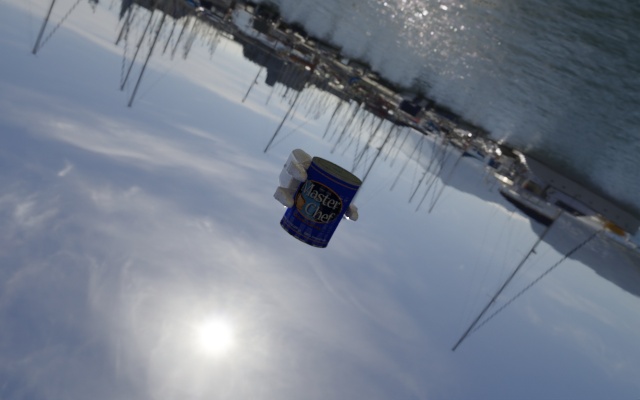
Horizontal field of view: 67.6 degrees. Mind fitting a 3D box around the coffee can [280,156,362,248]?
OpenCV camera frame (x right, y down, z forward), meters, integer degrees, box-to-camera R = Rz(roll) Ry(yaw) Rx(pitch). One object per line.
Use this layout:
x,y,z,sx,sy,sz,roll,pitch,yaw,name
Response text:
0.000,0.003,0.893,0.103,0.140,0.102,27,13,-6,coffee can
